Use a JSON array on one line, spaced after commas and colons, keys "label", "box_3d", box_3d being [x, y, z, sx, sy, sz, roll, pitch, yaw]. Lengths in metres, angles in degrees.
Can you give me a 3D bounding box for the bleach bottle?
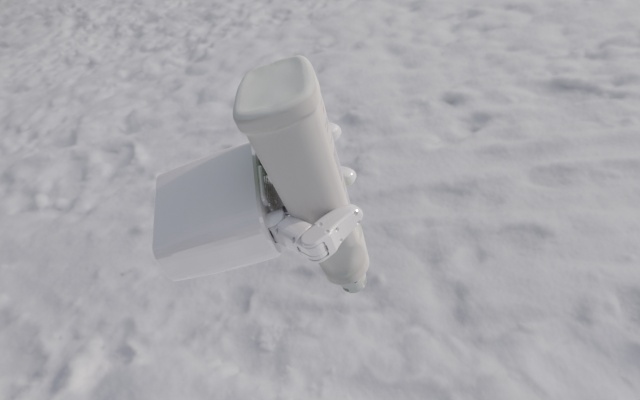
[{"label": "bleach bottle", "box_3d": [0.000, 0.001, 0.446, 0.068, 0.251, 0.102, -16, 36, 8]}]
